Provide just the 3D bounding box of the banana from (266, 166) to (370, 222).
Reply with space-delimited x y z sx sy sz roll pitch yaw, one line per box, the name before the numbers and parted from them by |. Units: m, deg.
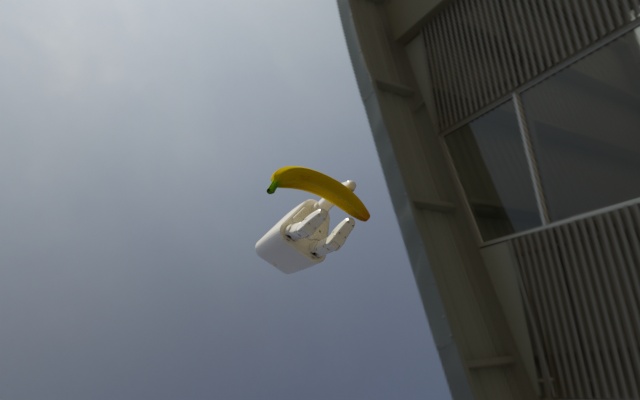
banana | -0.004 -0.015 0.757 0.198 0.069 0.037 15 -32 -32
